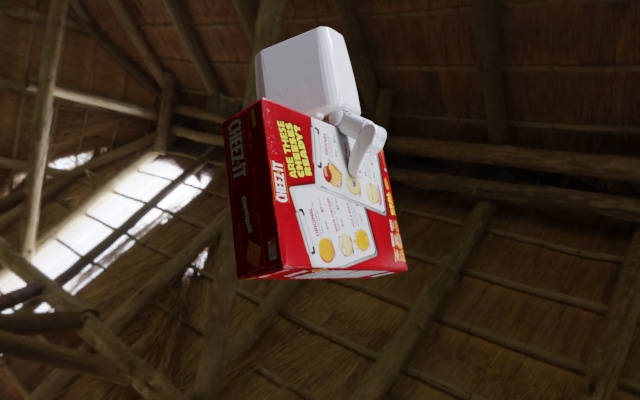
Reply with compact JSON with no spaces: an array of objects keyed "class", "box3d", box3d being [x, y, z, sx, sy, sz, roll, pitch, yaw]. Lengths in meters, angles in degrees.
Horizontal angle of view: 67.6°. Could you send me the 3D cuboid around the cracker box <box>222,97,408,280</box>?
[{"class":"cracker box","box3d":[0.000,0.002,0.522,0.072,0.164,0.214,-21,-20,36]}]
